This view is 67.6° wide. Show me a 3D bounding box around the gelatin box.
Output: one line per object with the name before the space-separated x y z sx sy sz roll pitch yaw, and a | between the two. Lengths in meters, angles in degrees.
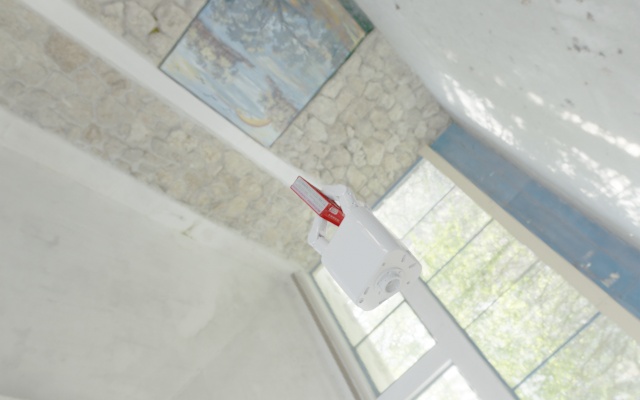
gelatin box | 0.000 0.003 0.802 0.089 0.030 0.073 42 5 35
